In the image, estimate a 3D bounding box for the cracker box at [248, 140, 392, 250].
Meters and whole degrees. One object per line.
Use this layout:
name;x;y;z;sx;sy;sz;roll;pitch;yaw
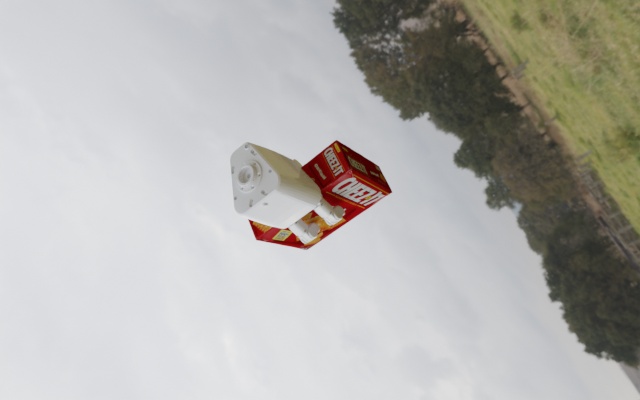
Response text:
cracker box;0.000;0.003;0.856;0.214;0.072;0.164;-35;-28;21
